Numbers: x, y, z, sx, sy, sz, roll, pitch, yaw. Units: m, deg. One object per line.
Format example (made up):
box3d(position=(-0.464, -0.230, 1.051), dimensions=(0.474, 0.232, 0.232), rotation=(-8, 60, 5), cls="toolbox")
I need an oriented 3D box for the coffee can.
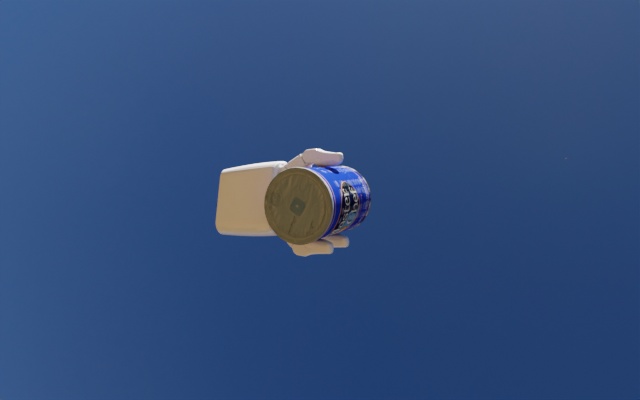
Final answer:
box3d(position=(0.000, 0.002, 0.686), dimensions=(0.103, 0.103, 0.140), rotation=(0, 5, 27), cls="coffee can")
